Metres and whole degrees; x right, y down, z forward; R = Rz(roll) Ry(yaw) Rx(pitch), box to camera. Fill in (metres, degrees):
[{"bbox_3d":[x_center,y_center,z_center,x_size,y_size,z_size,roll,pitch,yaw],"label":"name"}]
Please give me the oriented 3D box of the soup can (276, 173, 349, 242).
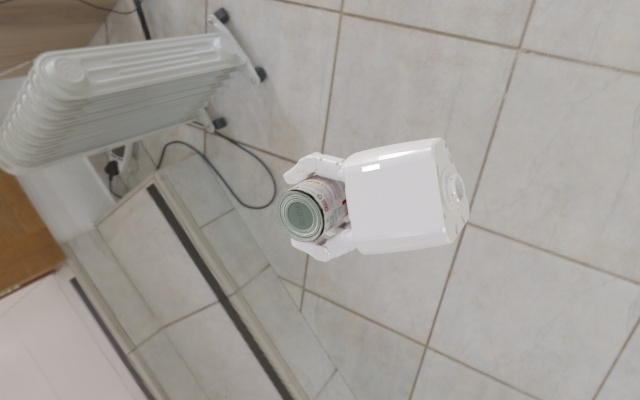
[{"bbox_3d":[-0.001,0.002,0.591,0.068,0.068,0.102,0,20,32],"label":"soup can"}]
